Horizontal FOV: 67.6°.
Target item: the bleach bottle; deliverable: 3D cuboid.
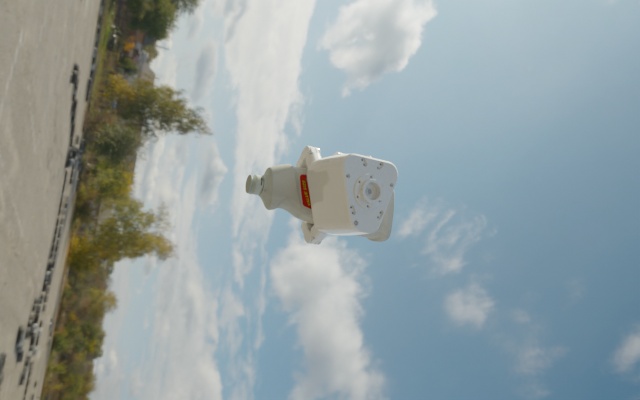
[{"bbox_3d":[0.000,0.002,0.780,0.251,0.102,0.068,10,-7,-26],"label":"bleach bottle"}]
